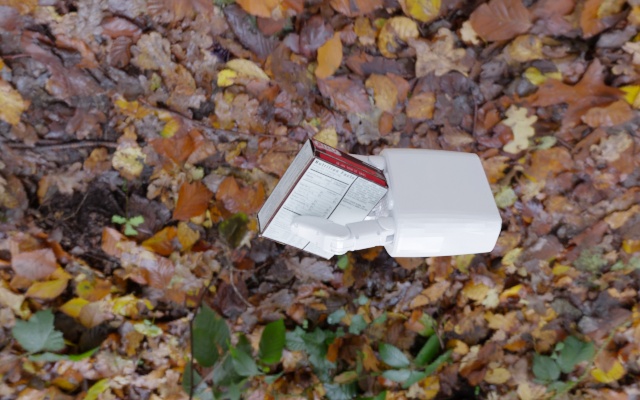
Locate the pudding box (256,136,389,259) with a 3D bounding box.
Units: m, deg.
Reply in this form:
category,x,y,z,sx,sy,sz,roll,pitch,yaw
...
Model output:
category,x,y,z,sx,sy,sz,roll,pitch,yaw
pudding box,0.000,0.002,0.484,0.090,0.113,0.039,22,30,-25
